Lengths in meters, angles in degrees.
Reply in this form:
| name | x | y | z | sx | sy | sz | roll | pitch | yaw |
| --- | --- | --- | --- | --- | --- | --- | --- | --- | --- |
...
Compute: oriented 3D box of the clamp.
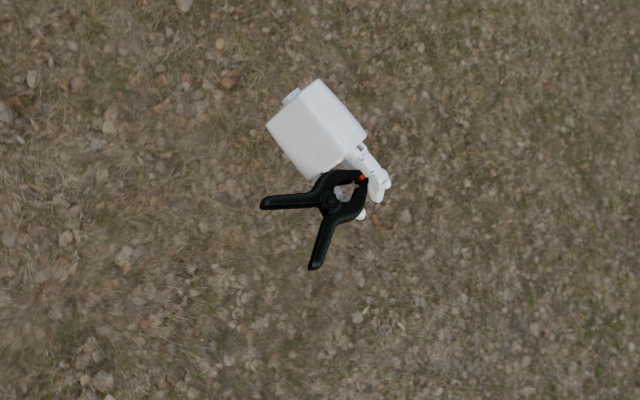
| name | x | y | z | sx | sy | sz | roll | pitch | yaw |
| --- | --- | --- | --- | --- | --- | --- | --- | --- | --- |
| clamp | 0.001 | 0.002 | 0.678 | 0.171 | 0.120 | 0.039 | -47 | 7 | -29 |
